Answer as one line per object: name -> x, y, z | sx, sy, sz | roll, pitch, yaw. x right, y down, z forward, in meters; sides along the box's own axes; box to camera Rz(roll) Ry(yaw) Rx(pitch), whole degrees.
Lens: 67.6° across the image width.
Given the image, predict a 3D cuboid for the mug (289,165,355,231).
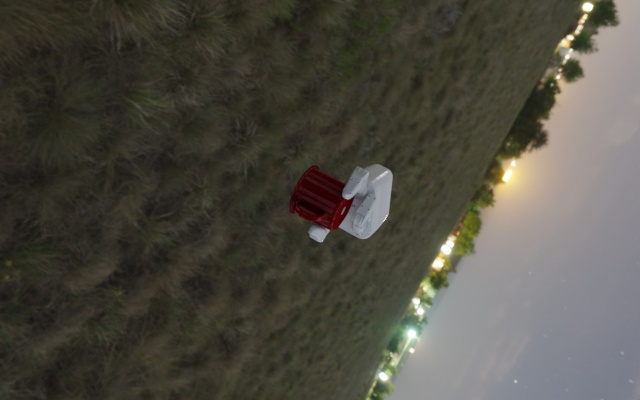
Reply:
mug -> 0.000, 0.003, 0.803 | 0.081, 0.093, 0.117 | 28, 30, 16
